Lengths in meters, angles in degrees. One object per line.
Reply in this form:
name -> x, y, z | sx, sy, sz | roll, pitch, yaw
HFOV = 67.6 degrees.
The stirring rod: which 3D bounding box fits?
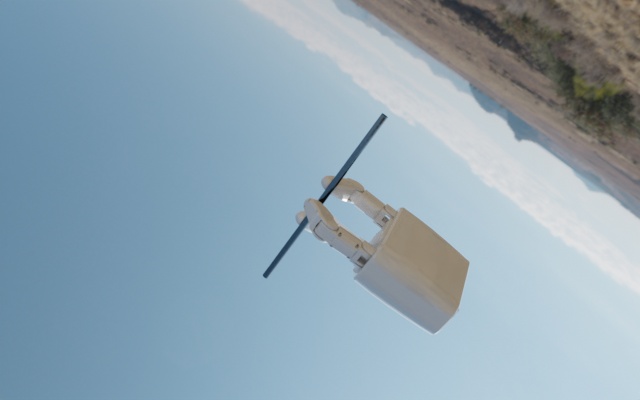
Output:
stirring rod -> 0.000, 0.002, 0.540 | 0.011, 0.239, 0.011 | 31, 21, -14
